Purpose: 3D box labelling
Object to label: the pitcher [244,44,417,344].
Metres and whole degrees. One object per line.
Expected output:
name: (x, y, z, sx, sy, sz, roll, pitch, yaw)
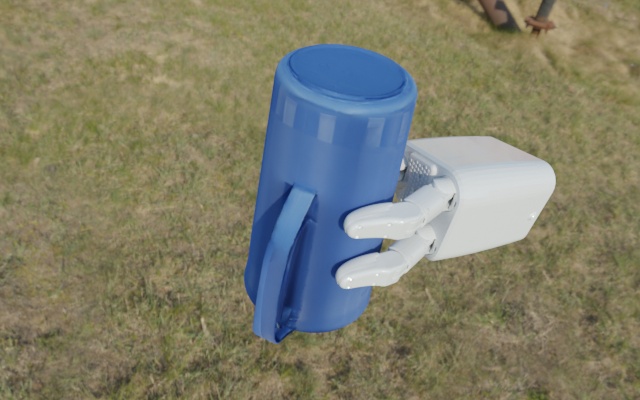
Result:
pitcher: (0.000, 0.001, 0.419, 0.145, 0.243, 0.149, -8, 42, -21)
